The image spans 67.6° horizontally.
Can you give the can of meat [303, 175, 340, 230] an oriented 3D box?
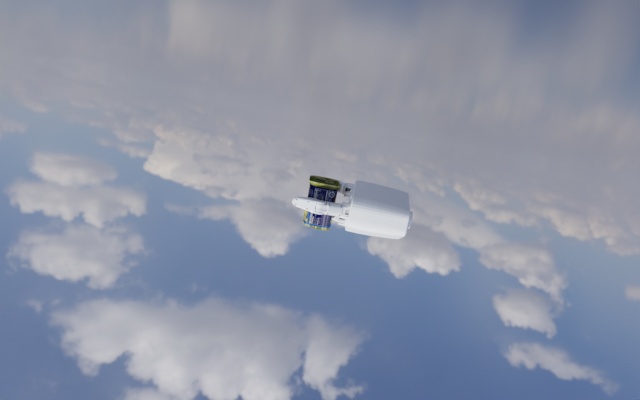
[{"bbox_3d":[0.000,0.003,0.889,0.057,0.084,0.102,11,10,-1],"label":"can of meat"}]
